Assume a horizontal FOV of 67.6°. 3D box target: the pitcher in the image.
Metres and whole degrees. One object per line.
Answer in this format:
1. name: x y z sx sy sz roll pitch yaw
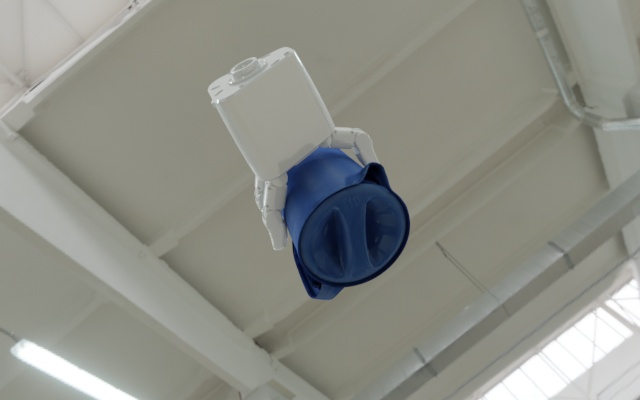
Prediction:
1. pitcher: 0.000 0.002 0.626 0.149 0.145 0.242 -32 32 -2
